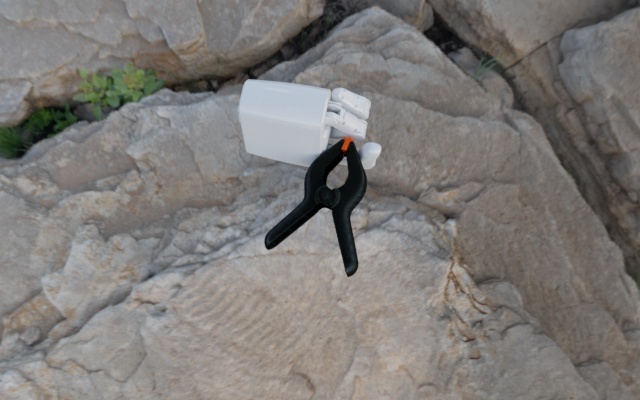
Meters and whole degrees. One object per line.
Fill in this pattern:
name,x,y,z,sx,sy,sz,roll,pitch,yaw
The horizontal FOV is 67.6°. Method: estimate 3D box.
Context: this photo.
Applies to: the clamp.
clamp,0.000,0.002,0.594,0.120,0.171,0.039,10,-16,7
